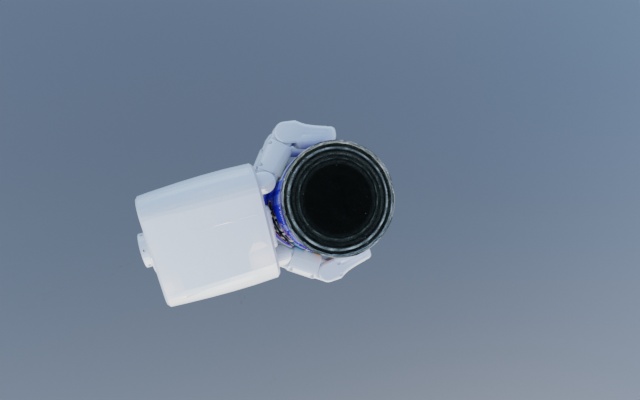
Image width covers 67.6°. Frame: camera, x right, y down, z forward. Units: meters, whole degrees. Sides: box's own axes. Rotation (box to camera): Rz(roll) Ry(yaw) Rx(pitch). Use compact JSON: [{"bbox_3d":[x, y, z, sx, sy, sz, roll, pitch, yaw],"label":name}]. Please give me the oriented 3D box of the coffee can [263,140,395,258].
[{"bbox_3d":[0.000,0.002,0.477,0.103,0.103,0.140,0,-3,-14],"label":"coffee can"}]
